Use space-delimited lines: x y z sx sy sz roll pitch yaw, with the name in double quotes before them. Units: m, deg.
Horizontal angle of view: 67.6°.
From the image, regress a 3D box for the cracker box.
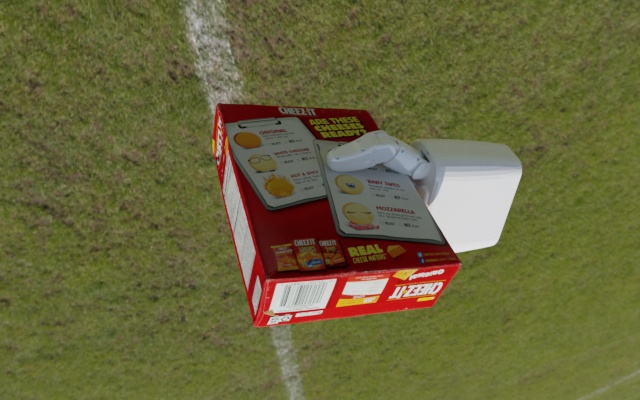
"cracker box" 0.000 0.001 0.434 0.164 0.072 0.213 -2 44 -23
